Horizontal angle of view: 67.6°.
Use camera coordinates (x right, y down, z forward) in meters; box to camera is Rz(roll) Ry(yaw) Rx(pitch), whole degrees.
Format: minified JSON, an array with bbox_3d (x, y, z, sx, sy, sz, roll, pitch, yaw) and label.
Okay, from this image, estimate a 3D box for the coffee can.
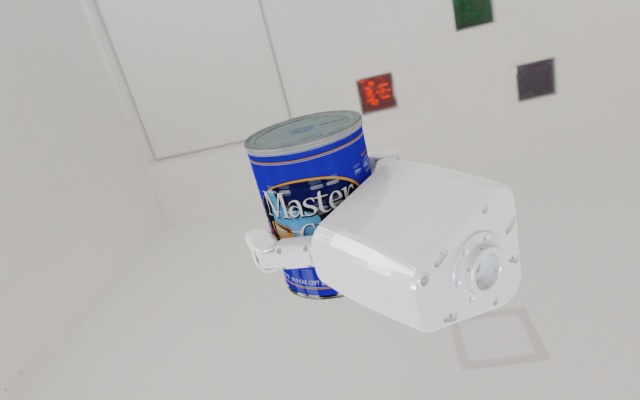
[{"bbox_3d":[0.000,0.001,0.430,0.103,0.140,0.102,-12,21,5],"label":"coffee can"}]
